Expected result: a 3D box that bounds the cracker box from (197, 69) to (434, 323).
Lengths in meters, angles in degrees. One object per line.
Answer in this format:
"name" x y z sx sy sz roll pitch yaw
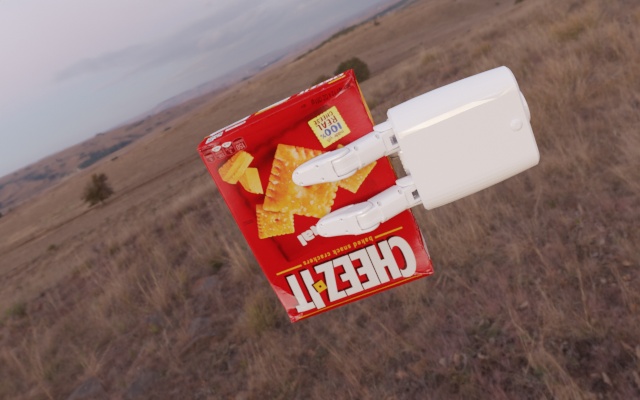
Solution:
"cracker box" 0.000 0.001 0.486 0.164 0.214 0.072 -22 17 12
